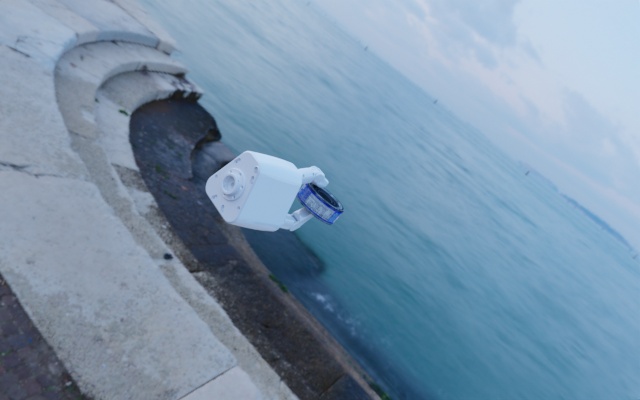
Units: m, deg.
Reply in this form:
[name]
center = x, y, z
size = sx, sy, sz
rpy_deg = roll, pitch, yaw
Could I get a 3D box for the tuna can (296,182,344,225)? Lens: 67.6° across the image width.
[tuna can]
center = 0.001, 0.002, 0.847
size = 0.086, 0.034, 0.086
rpy_deg = 38, 13, -10
